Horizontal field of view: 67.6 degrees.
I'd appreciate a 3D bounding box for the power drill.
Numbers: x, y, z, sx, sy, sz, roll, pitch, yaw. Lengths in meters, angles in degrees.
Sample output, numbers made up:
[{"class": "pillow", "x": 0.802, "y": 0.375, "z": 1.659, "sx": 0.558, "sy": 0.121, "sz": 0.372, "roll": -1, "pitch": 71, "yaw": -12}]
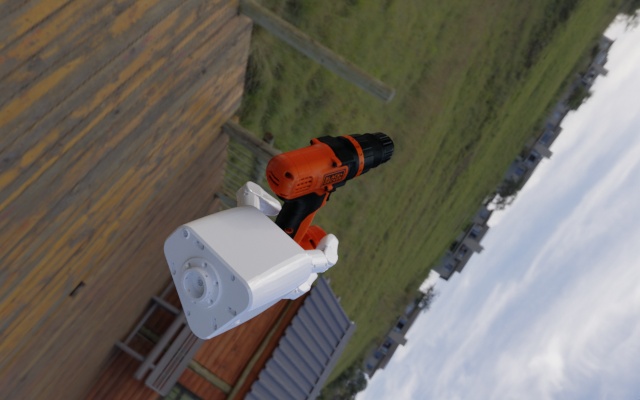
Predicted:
[{"class": "power drill", "x": 0.000, "y": 0.002, "z": 0.594, "sx": 0.184, "sy": 0.188, "sz": 0.057, "roll": -17, "pitch": 51, "yaw": -37}]
